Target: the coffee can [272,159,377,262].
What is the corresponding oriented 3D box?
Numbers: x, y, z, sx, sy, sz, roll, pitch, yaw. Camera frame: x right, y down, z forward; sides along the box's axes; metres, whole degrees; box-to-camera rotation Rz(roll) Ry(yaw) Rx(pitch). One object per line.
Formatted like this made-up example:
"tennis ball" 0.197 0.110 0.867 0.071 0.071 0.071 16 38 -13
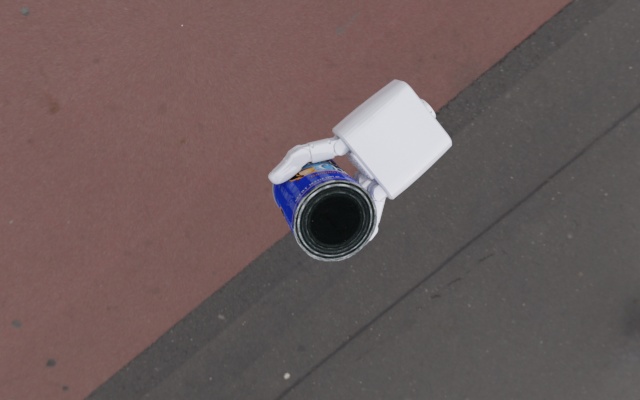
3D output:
"coffee can" 0.000 0.002 0.616 0.103 0.103 0.140 0 19 -16
